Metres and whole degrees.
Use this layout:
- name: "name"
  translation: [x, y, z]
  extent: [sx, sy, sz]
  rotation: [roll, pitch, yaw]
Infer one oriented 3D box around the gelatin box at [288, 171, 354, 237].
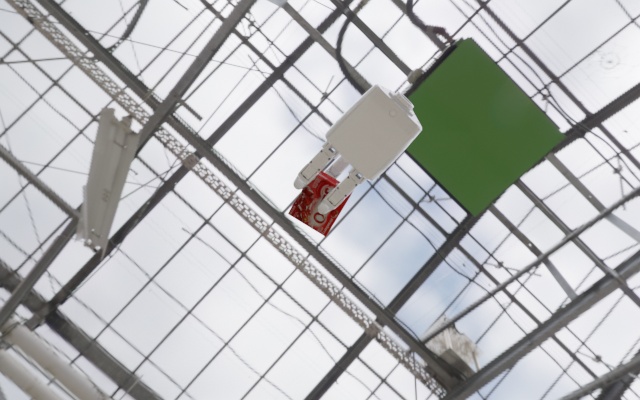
- name: "gelatin box"
  translation: [0.000, 0.003, 0.765]
  extent: [0.073, 0.089, 0.030]
  rotation: [31, 25, 1]
